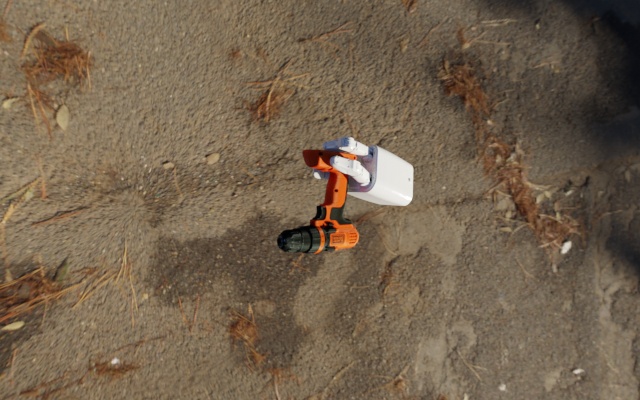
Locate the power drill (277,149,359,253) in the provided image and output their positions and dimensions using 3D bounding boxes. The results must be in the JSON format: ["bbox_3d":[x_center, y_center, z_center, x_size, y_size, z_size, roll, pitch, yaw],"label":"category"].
[{"bbox_3d":[0.000,0.002,0.872,0.184,0.187,0.057,0,7,-45],"label":"power drill"}]
